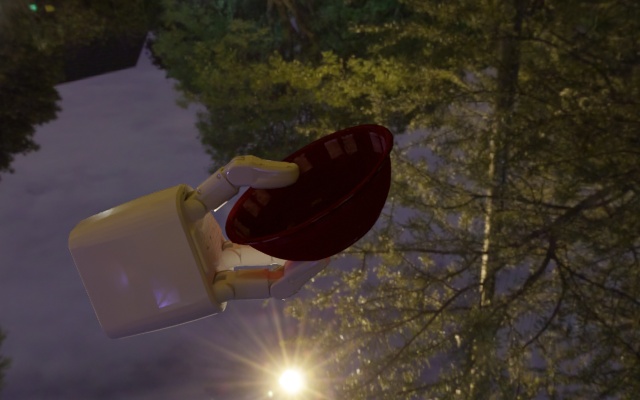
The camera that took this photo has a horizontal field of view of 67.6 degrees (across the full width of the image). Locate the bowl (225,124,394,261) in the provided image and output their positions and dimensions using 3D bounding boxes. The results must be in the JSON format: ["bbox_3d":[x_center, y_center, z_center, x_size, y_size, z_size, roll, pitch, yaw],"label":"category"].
[{"bbox_3d":[0.001,0.001,0.411,0.162,0.055,0.162,-27,24,13],"label":"bowl"}]
